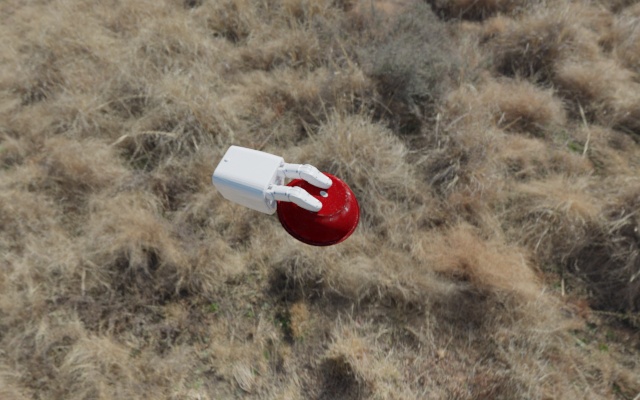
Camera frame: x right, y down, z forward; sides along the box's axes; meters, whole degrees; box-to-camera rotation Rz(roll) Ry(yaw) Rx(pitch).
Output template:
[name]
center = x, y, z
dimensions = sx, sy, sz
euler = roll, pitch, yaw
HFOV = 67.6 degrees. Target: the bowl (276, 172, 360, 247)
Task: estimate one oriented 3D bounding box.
[bowl]
center = 0.002, 0.003, 0.892
dimensions = 0.162, 0.162, 0.055
euler = 0, -32, -10
